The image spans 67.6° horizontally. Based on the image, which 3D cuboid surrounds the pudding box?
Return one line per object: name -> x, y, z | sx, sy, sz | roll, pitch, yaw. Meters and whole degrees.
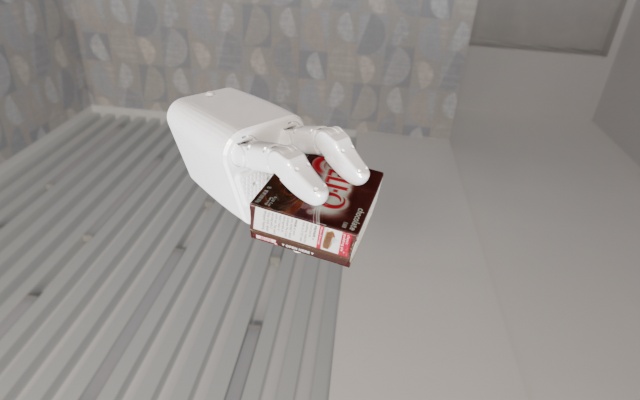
pudding box -> 0.000, 0.001, 0.418 | 0.090, 0.039, 0.113 | 15, 35, 10
